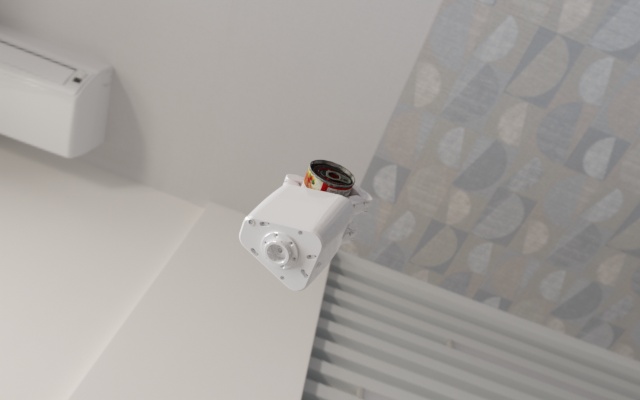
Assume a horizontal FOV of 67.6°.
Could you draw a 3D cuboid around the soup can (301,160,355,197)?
[{"bbox_3d":[0.000,0.002,0.685,0.068,0.102,0.068,17,29,-10],"label":"soup can"}]
